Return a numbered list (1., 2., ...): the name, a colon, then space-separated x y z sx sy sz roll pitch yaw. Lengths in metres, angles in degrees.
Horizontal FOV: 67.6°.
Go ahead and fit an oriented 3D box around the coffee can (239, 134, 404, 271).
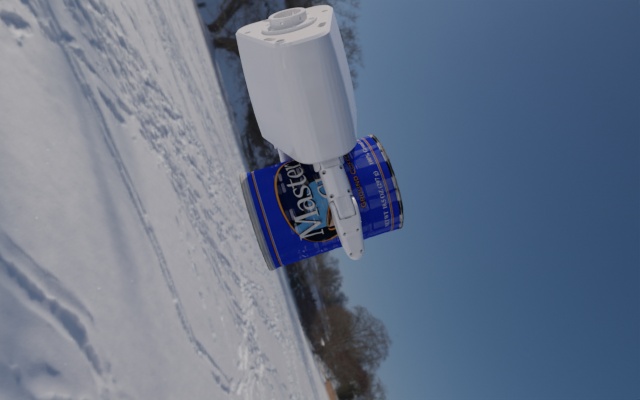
1. coffee can: 0.000 0.002 0.488 0.140 0.103 0.103 -18 1 -5
